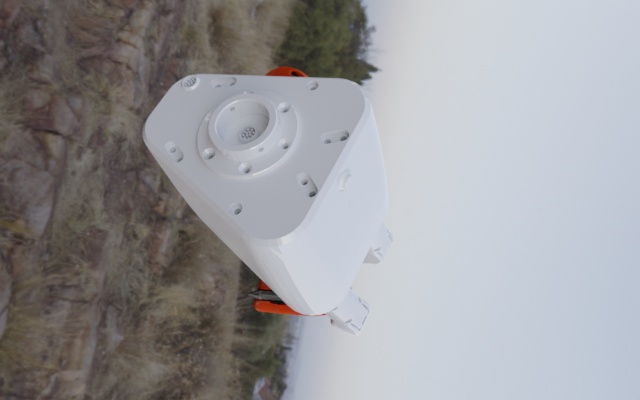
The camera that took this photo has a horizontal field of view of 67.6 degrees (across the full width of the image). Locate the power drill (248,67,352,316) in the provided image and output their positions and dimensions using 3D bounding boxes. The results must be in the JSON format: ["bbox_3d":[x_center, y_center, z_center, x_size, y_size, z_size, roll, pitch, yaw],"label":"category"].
[{"bbox_3d":[0.000,0.002,0.413,0.057,0.187,0.184,-3,-10,25],"label":"power drill"}]
